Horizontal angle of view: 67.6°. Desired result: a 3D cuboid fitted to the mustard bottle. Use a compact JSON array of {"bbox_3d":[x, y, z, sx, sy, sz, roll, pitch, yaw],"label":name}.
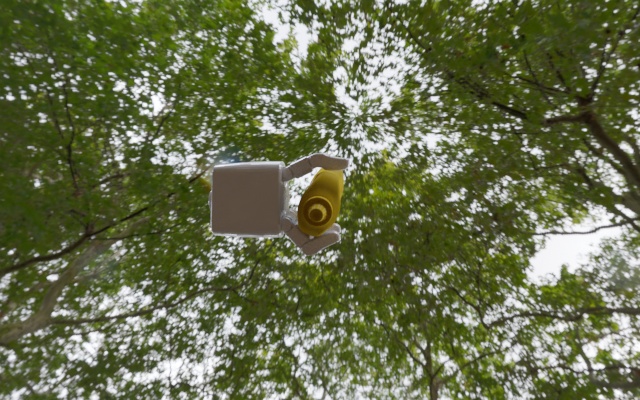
[{"bbox_3d":[0.000,0.002,0.714,0.058,0.096,0.191,23,11,0],"label":"mustard bottle"}]
